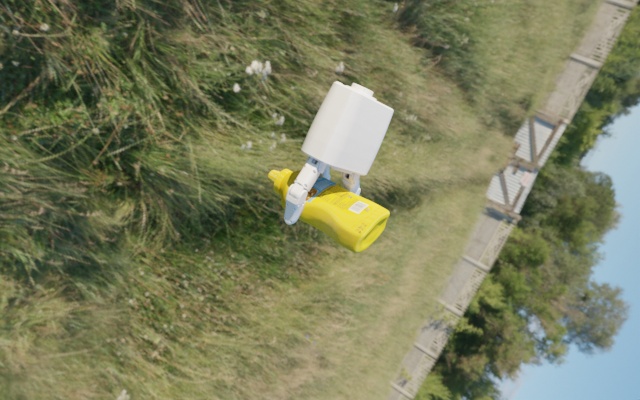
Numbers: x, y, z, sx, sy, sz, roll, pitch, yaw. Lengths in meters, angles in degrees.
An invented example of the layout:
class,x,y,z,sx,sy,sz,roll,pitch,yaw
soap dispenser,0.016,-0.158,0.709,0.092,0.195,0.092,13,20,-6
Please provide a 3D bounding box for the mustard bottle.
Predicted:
class,x,y,z,sx,sy,sz,roll,pitch,yaw
mustard bottle,0.000,0.003,0.713,0.191,0.058,0.096,29,36,21
